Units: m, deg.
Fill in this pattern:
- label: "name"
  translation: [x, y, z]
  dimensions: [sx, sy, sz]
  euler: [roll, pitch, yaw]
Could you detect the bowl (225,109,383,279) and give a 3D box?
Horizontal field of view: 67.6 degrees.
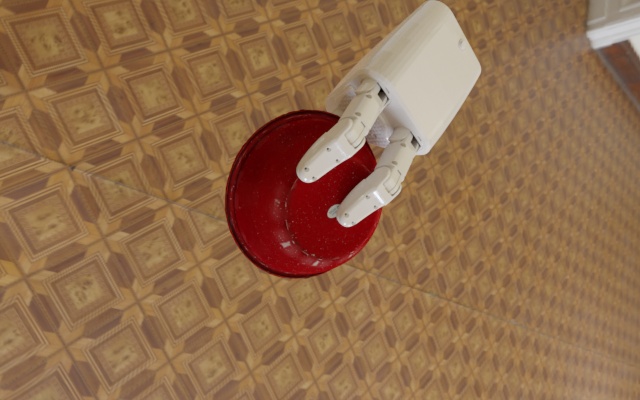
- label: "bowl"
  translation: [0.000, 0.003, 0.427]
  dimensions: [0.162, 0.162, 0.055]
  euler: [0, 12, -28]
